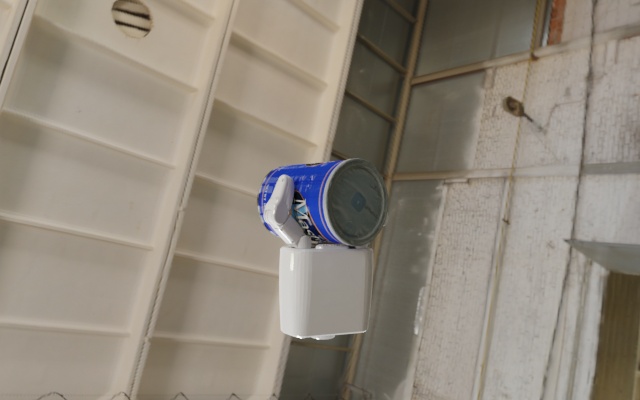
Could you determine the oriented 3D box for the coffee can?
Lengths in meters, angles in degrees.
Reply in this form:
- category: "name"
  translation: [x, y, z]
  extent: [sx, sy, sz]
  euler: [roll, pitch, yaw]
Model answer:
- category: "coffee can"
  translation: [0.000, 0.002, 0.610]
  extent: [0.103, 0.103, 0.140]
  euler: [0, 0, -41]
